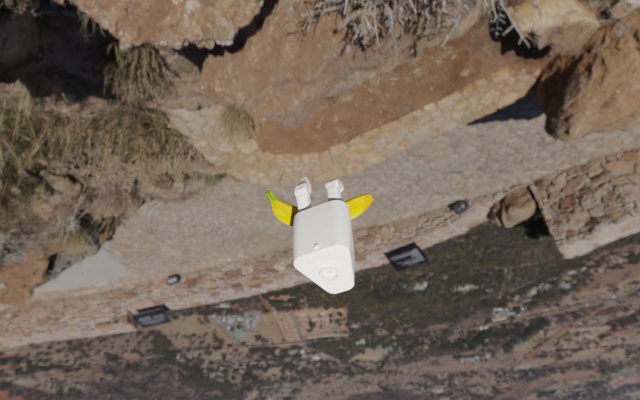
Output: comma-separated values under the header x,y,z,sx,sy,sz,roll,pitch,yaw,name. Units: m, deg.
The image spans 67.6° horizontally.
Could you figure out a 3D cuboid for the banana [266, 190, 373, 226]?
x,y,z,sx,sy,sz,roll,pitch,yaw,name
-0.003,0.020,0.877,0.198,0.070,0.037,2,25,4,banana
